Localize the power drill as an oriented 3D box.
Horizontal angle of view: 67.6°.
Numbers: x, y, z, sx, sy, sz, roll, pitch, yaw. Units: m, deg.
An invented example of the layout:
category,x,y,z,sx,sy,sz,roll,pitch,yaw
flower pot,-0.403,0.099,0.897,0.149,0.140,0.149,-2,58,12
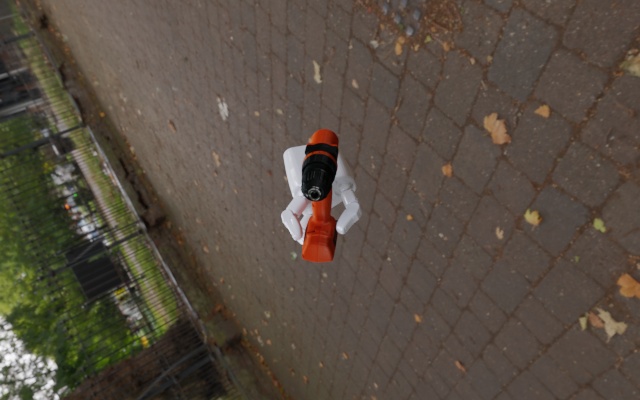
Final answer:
category,x,y,z,sx,sy,sz,roll,pitch,yaw
power drill,0.000,0.003,0.749,0.057,0.188,0.184,6,32,5
